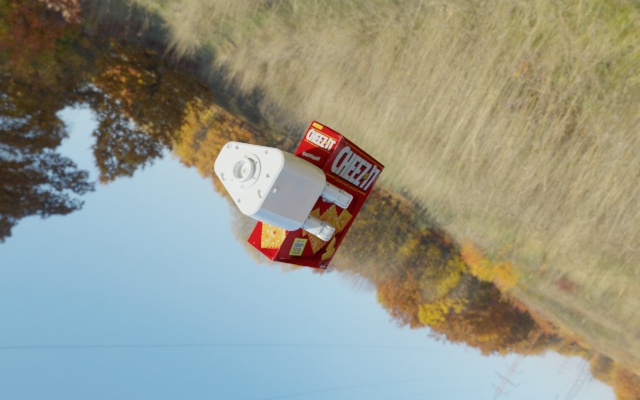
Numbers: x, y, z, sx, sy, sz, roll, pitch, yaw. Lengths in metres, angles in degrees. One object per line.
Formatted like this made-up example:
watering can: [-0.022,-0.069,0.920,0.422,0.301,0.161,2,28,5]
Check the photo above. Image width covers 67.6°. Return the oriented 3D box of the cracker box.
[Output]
cracker box: [0.000,0.003,0.775,0.072,0.214,0.164,33,5,32]
